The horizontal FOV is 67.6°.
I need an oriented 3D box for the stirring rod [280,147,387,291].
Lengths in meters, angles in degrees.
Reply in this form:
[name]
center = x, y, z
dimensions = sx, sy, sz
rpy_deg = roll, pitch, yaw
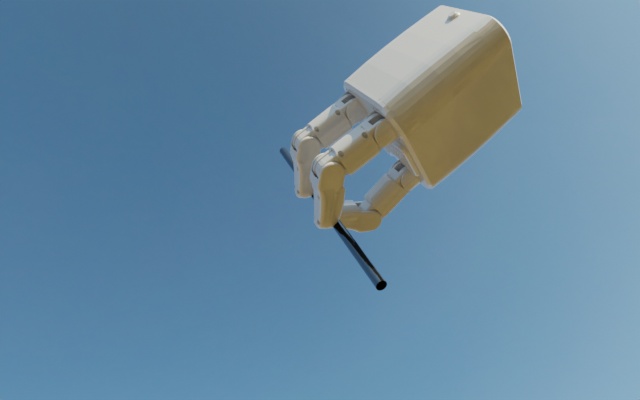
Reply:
[stirring rod]
center = 0.000, 0.001, 0.413
dimensions = 0.011, 0.011, 0.239
rpy_deg = 0, 27, -22
